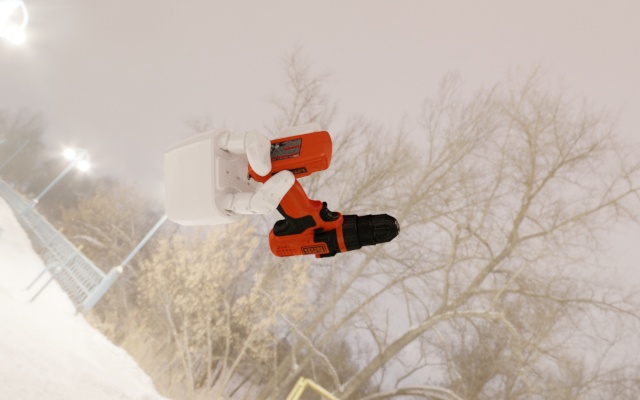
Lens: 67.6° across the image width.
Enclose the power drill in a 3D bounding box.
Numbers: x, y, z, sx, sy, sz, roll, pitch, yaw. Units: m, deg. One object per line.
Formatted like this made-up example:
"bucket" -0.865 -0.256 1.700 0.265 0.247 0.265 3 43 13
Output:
"power drill" 0.000 0.002 0.617 0.184 0.188 0.057 -10 42 12
